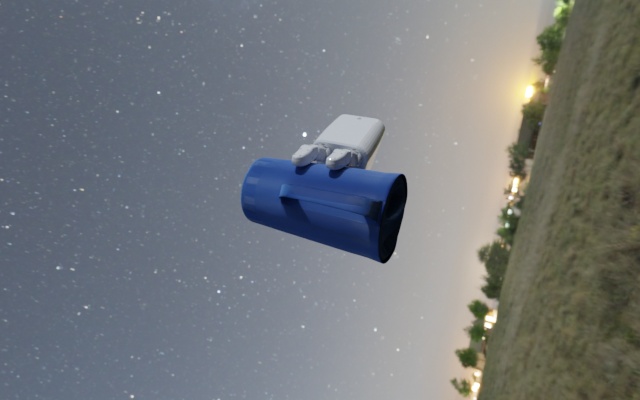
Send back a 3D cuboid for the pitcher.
[{"bbox_3d":[0.000,0.002,0.725,0.243,0.149,0.145,12,42,22],"label":"pitcher"}]
